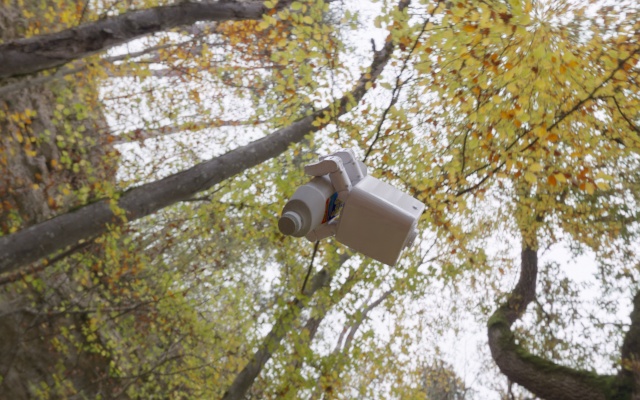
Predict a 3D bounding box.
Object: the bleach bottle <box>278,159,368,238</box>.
[{"bbox_3d":[0.000,0.002,0.768,0.068,0.103,0.250,28,28,13],"label":"bleach bottle"}]
